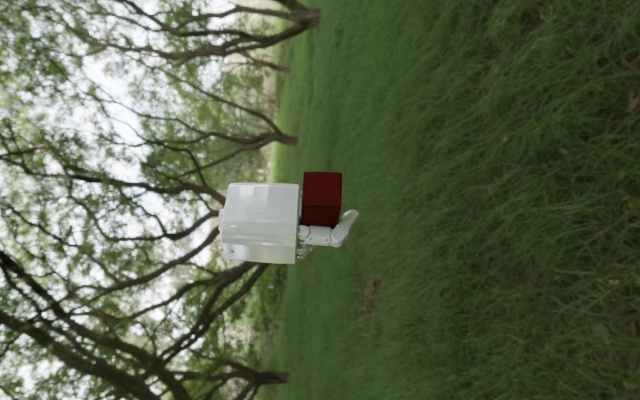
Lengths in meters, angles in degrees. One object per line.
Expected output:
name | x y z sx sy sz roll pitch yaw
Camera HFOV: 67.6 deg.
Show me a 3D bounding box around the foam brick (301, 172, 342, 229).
foam brick | 0.000 0.002 0.656 0.051 0.053 0.078 3 -29 -3
